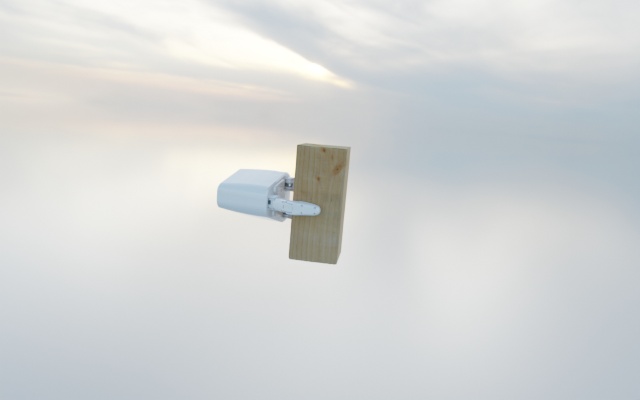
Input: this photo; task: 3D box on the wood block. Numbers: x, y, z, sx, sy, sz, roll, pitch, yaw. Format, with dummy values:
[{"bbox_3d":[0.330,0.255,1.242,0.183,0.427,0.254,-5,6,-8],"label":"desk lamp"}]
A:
[{"bbox_3d":[0.000,0.003,0.876,0.090,0.206,0.091,6,10,8],"label":"wood block"}]
